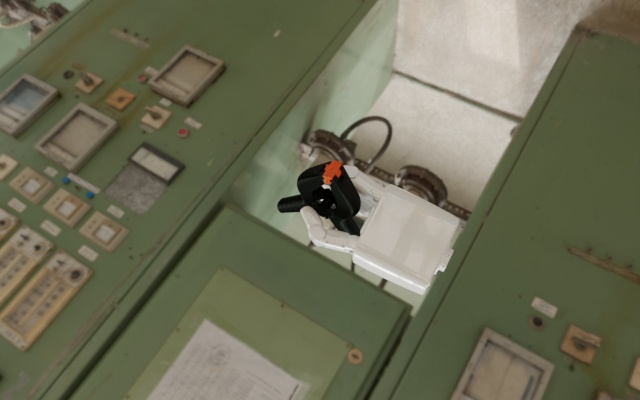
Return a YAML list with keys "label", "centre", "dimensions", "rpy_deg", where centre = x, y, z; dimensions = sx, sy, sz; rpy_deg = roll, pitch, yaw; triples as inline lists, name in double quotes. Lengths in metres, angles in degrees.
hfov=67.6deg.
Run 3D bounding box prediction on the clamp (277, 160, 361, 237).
- label: "clamp"
  centre: [0.000, 0.003, 0.684]
  dimensions: [0.164, 0.036, 0.210]
  rpy_deg: [25, -25, 15]
